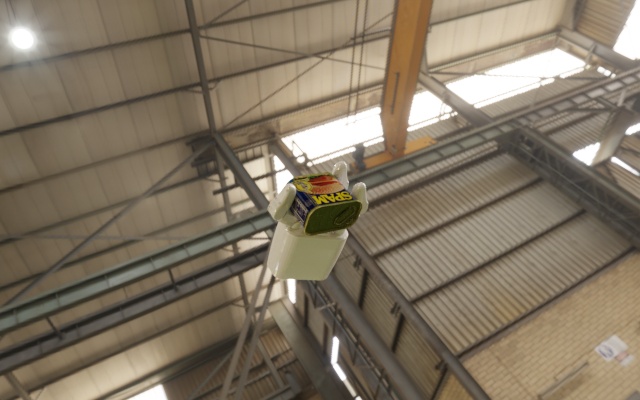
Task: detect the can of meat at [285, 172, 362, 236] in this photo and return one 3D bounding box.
[{"bbox_3d":[0.000,0.002,0.755,0.102,0.057,0.084,-9,43,-34],"label":"can of meat"}]
